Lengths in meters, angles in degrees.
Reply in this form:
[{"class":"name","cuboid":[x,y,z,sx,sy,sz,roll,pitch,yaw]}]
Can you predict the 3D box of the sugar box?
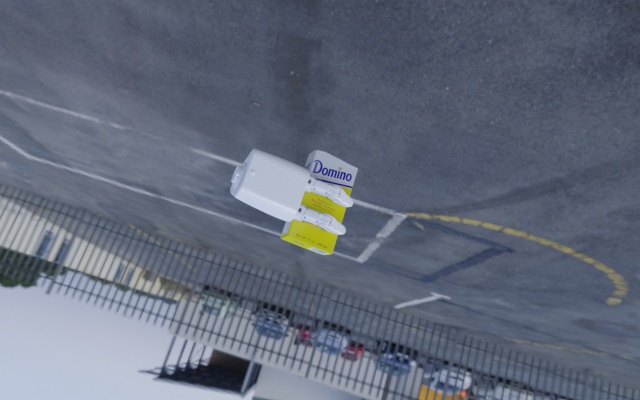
[{"class":"sugar box","cuboid":[0.000,0.003,0.876,0.093,0.176,0.048,24,-17,-19]}]
